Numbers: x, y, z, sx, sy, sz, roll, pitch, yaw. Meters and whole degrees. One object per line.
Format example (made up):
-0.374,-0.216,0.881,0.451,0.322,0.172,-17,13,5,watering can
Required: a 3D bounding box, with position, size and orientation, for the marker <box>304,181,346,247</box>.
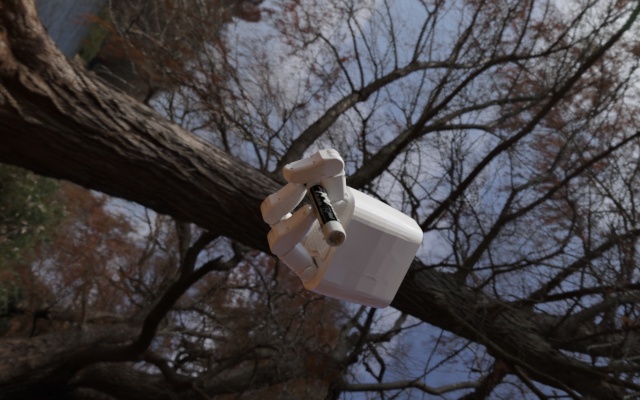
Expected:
0.000,0.002,0.472,0.020,0.020,0.121,0,33,-16,marker
